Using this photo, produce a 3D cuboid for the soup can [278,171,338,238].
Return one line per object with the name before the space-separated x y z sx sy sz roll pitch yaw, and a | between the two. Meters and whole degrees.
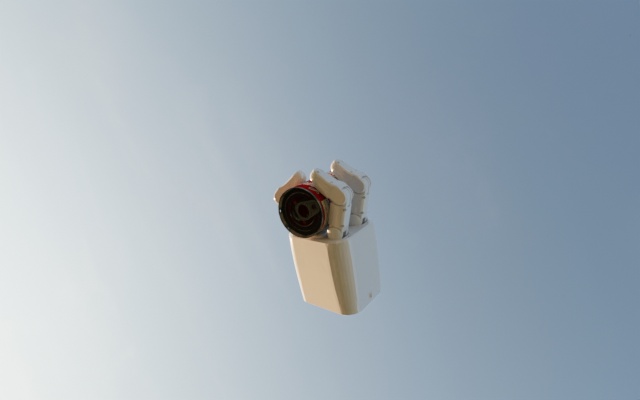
soup can | 0.000 0.002 0.644 0.068 0.068 0.102 0 16 33
